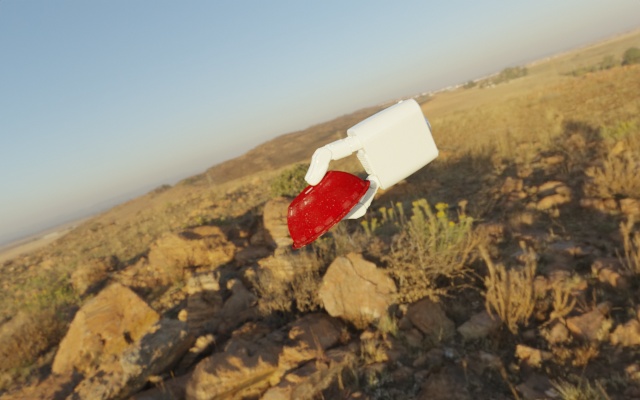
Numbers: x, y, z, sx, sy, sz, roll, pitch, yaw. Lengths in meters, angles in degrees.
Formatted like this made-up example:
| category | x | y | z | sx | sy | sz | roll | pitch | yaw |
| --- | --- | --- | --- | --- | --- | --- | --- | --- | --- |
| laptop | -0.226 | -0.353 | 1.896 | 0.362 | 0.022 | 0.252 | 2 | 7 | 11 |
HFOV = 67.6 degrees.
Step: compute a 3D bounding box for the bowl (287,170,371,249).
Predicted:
| category | x | y | z | sx | sy | sz | roll | pitch | yaw |
| --- | --- | --- | --- | --- | --- | --- | --- | --- | --- |
| bowl | -0.001 | 0.003 | 0.751 | 0.162 | 0.055 | 0.162 | -40 | 9 | 8 |
